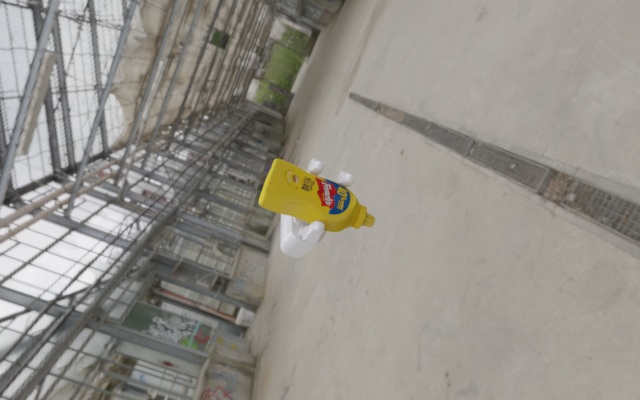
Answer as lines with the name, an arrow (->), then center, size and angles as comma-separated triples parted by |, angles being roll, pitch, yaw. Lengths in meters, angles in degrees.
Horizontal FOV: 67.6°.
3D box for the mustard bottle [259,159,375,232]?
mustard bottle -> 0.000, 0.002, 0.786 | 0.191, 0.058, 0.096 | 22, 40, -9
